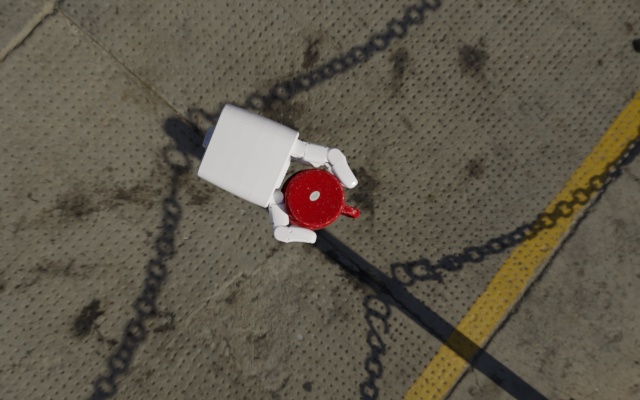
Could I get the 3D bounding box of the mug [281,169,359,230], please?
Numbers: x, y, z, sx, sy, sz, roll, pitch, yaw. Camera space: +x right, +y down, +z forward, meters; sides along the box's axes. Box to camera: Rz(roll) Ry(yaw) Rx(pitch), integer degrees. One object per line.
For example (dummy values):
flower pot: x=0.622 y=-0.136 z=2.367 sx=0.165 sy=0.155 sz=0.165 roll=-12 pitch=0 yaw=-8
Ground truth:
mug: x=0.001 y=0.003 z=0.682 sx=0.117 sy=0.093 sz=0.081 roll=22 pitch=-4 yaw=-6
